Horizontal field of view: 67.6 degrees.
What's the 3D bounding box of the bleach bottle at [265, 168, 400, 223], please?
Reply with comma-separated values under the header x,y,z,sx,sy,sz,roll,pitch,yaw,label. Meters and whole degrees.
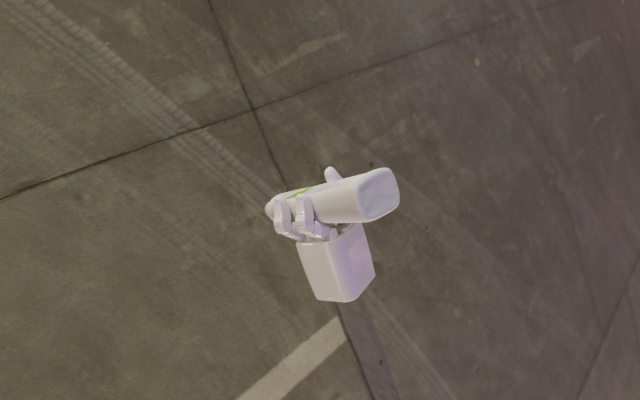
x,y,z,sx,sy,sz,roll,pitch,yaw,label
0.000,0.003,0.784,0.102,0.068,0.251,-25,12,-41,bleach bottle
